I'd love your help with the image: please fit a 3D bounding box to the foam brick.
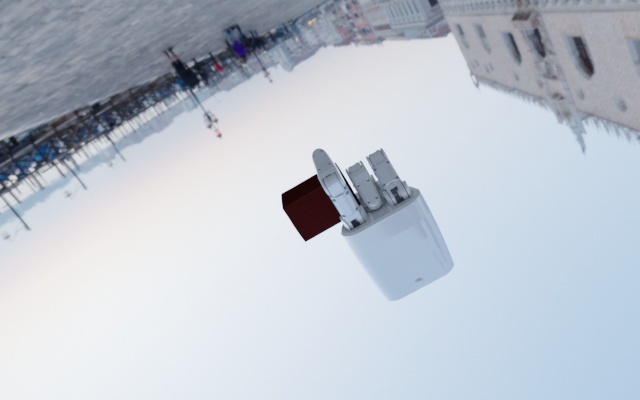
[{"bbox_3d":[0.000,0.002,0.556,0.078,0.051,0.053,-30,20,7],"label":"foam brick"}]
